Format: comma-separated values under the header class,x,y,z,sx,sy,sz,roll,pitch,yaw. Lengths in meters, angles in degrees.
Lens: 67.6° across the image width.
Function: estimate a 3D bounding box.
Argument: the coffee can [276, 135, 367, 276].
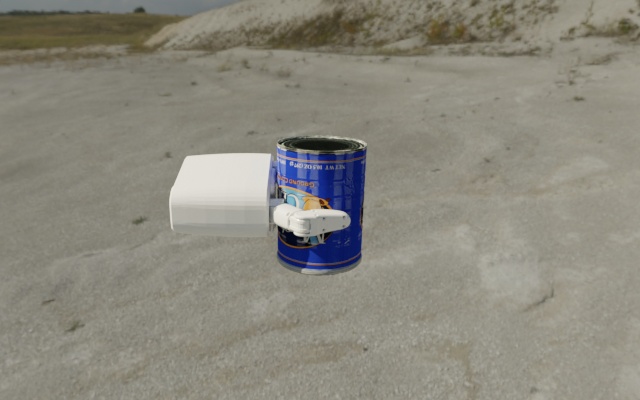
class,x,y,z,sx,sy,sz,roll,pitch,yaw
coffee can,0.000,0.002,0.556,0.103,0.140,0.102,1,17,0
